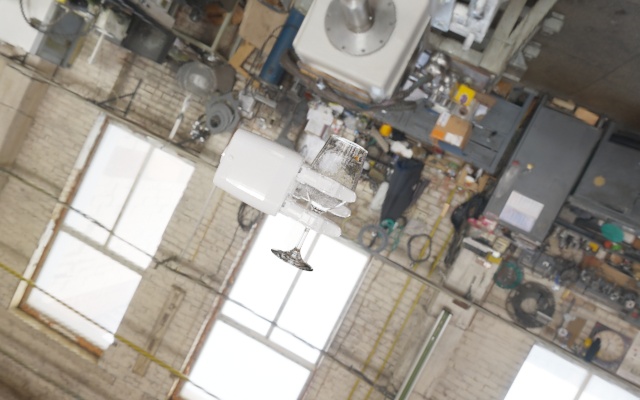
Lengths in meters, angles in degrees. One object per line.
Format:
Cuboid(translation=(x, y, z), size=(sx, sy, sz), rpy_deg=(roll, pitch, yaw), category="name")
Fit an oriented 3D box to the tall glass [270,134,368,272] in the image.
Cuboid(translation=(0.000, 0.003, 0.724), size=(0.079, 0.201, 0.079), rpy_deg=(26, 3, -2), category="tall glass")
